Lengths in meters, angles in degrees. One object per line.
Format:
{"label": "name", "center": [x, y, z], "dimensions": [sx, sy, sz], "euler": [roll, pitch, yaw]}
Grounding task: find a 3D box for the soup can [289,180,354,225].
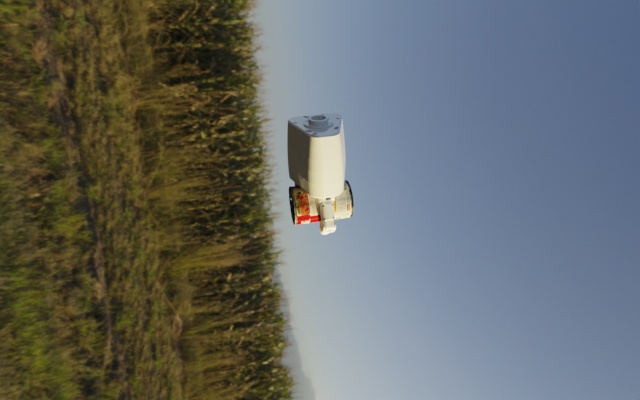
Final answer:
{"label": "soup can", "center": [0.000, 0.003, 0.828], "dimensions": [0.102, 0.068, 0.068], "euler": [-8, 1, -10]}
